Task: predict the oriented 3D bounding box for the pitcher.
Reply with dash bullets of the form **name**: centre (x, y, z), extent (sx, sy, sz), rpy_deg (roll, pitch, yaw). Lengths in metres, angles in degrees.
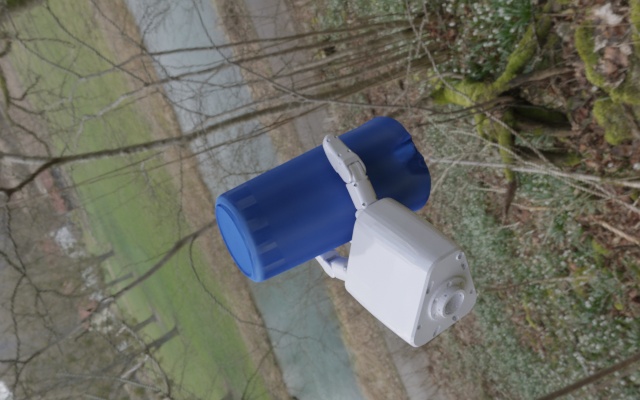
- **pitcher**: centre (0.000, 0.002, 0.587), extent (0.243, 0.149, 0.145), rpy_deg (-25, 40, -24)
